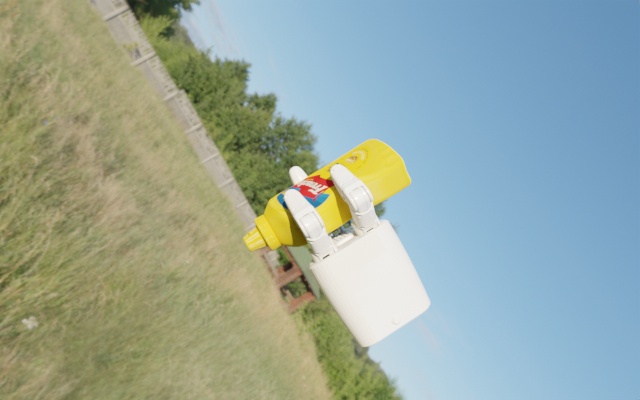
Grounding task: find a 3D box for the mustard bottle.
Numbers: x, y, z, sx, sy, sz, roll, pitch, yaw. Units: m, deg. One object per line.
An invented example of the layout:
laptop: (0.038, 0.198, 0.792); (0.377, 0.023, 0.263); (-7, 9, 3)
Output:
mustard bottle: (0.000, 0.001, 0.542); (0.191, 0.058, 0.096); (-31, 29, -7)
